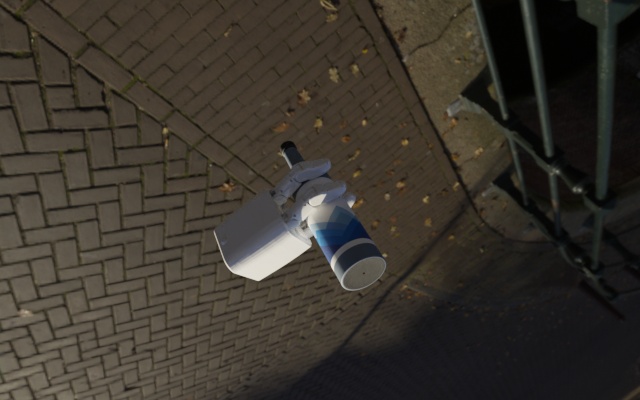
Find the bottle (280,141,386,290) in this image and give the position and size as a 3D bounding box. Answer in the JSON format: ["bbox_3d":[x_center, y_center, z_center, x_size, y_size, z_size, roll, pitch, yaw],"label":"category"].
[{"bbox_3d":[0.000,0.002,0.725,0.069,0.069,0.295,0,40,-31],"label":"bottle"}]
